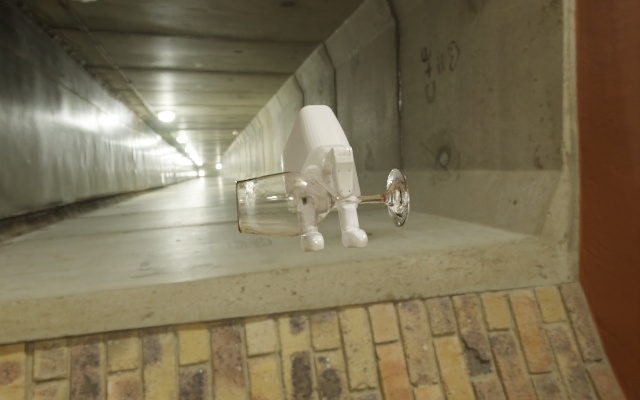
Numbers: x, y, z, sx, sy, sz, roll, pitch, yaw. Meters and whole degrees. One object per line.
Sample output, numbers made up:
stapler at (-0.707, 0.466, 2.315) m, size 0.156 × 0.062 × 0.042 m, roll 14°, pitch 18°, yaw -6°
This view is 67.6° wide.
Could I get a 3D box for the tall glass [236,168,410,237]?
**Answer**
tall glass at (0.001, 0.002, 0.580) m, size 0.201 × 0.079 × 0.079 m, roll -4°, pitch 1°, yaw -12°
